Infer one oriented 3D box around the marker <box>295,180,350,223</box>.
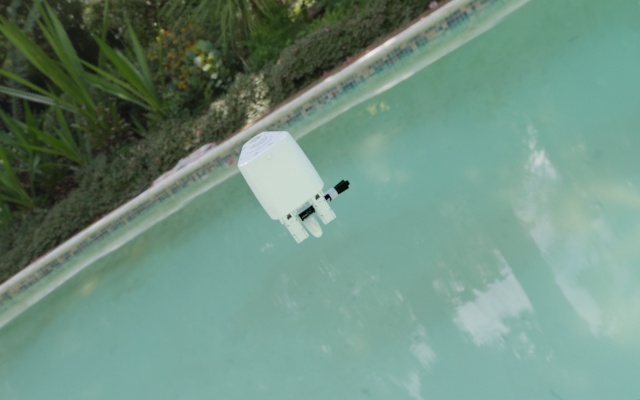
[{"bbox_3d":[0.000,0.003,0.823,0.121,0.020,0.020,-36,4,-6],"label":"marker"}]
